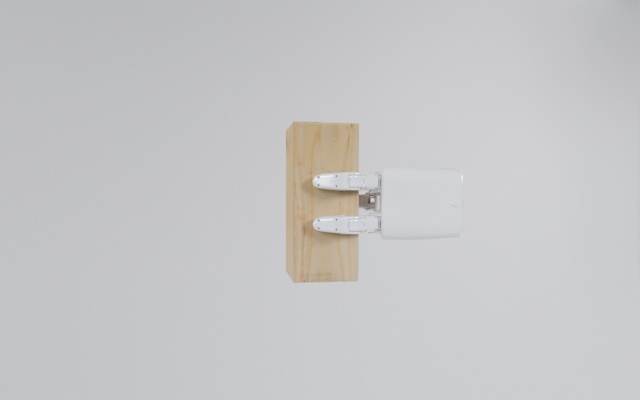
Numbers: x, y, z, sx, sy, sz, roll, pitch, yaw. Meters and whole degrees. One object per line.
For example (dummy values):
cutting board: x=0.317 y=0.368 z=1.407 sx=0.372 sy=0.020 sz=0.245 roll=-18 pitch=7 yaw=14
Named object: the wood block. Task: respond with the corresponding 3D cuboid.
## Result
wood block: x=0.000 y=0.002 z=0.658 sx=0.090 sy=0.206 sz=0.091 roll=0 pitch=1 yaw=-10
